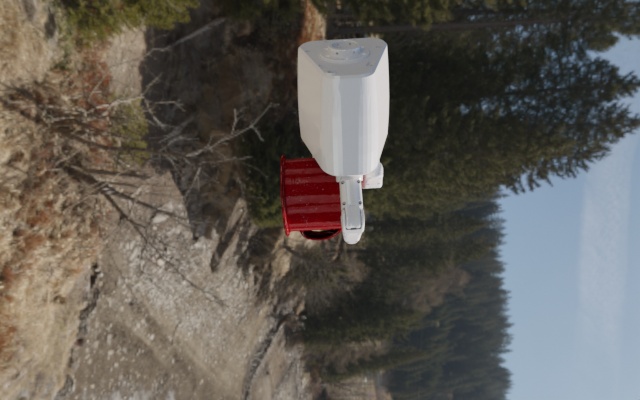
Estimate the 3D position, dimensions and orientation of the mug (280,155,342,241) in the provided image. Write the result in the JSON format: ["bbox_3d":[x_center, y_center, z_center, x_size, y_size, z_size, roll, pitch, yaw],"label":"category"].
[{"bbox_3d":[0.000,0.003,0.551,0.081,0.117,0.093,-3,38,1],"label":"mug"}]
